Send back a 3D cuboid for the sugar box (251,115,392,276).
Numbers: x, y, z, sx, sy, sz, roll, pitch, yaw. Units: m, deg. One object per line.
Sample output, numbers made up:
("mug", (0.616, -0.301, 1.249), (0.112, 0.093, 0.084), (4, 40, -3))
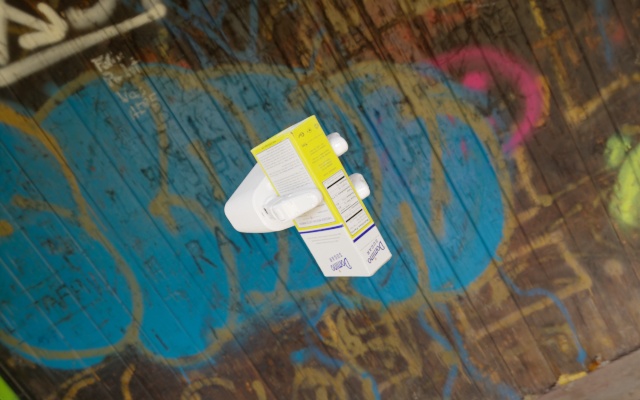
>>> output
("sugar box", (0.000, 0.001, 0.535), (0.048, 0.176, 0.093), (-39, 14, -31))
